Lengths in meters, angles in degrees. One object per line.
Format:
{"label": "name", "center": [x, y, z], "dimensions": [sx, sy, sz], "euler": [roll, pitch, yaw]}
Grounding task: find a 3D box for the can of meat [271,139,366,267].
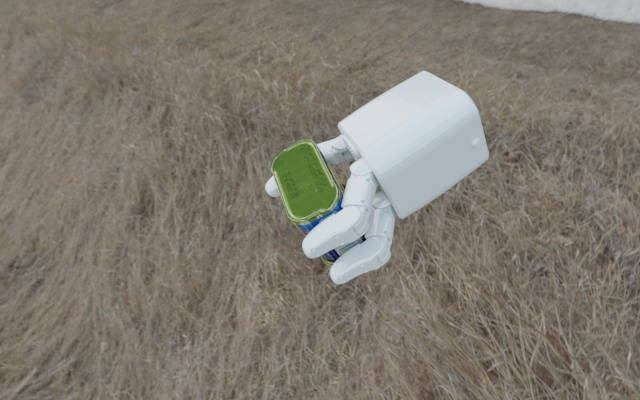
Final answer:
{"label": "can of meat", "center": [0.000, 0.001, 0.468], "dimensions": [0.057, 0.102, 0.084], "euler": [-30, -42, 6]}
